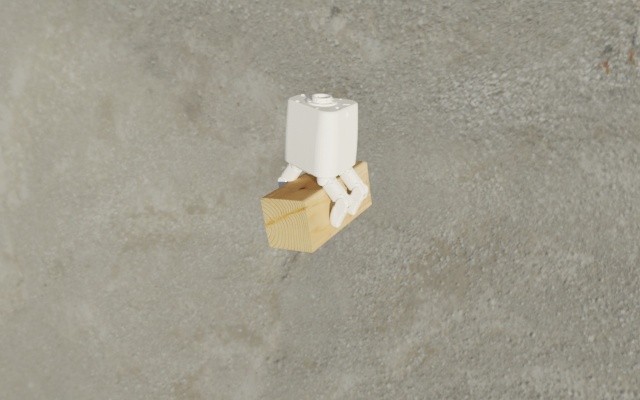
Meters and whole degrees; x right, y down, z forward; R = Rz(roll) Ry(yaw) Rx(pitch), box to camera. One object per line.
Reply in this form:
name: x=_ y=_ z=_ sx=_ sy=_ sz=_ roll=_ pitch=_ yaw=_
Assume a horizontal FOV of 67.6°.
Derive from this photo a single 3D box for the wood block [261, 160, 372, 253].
wood block: x=0.000 y=0.002 z=0.833 sx=0.091 sy=0.090 sz=0.206 roll=4 pitch=23 yaw=33
